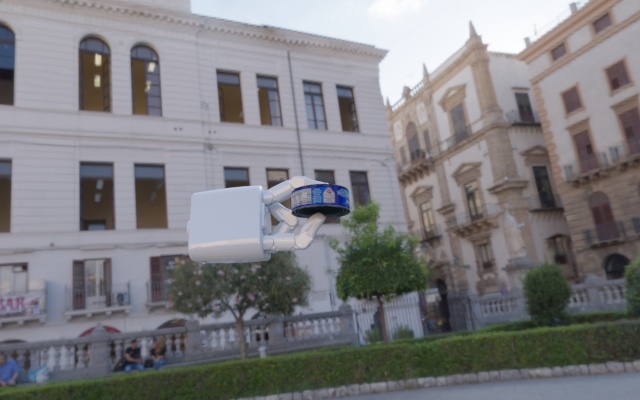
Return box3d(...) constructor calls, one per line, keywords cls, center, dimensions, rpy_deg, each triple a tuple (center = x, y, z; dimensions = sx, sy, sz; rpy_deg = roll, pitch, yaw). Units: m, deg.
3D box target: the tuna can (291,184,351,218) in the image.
box3d(cls="tuna can", center=(0.000, 0.002, 0.692), dimensions=(0.086, 0.033, 0.086), rpy_deg=(-1, -13, 0))
